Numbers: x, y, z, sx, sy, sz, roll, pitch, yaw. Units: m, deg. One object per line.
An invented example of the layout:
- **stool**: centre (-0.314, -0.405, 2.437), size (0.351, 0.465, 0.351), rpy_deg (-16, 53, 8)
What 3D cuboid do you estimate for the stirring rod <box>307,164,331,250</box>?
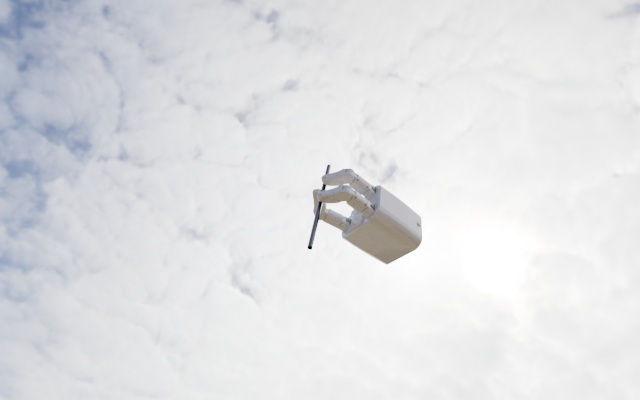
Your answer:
- **stirring rod**: centre (0.000, 0.003, 0.815), size (0.011, 0.011, 0.239), rpy_deg (0, 35, 9)
